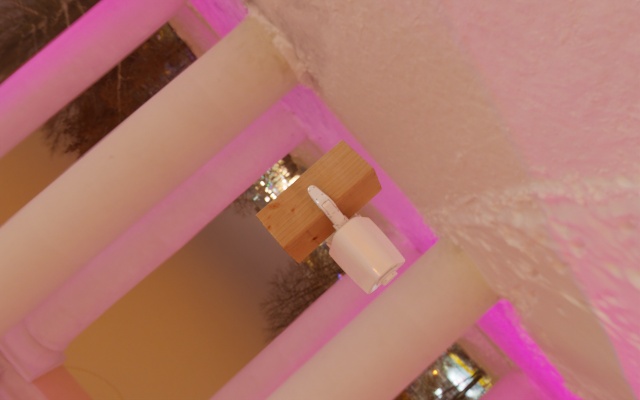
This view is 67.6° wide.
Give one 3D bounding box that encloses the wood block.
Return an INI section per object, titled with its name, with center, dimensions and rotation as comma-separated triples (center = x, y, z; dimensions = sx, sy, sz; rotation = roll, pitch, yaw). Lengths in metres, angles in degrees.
[wood block]
center = 0.000, 0.003, 0.861
dimensions = 0.090, 0.206, 0.091
rotation = 46, -5, 29
